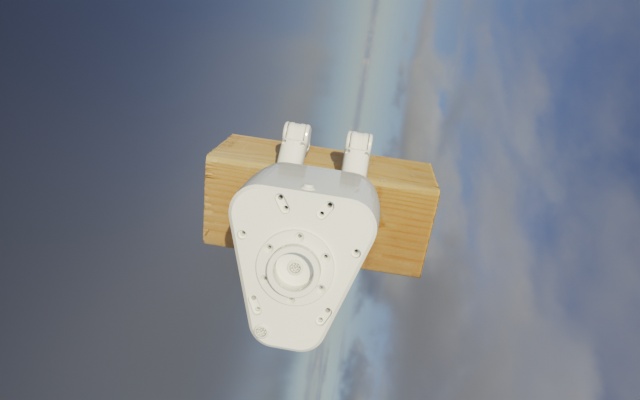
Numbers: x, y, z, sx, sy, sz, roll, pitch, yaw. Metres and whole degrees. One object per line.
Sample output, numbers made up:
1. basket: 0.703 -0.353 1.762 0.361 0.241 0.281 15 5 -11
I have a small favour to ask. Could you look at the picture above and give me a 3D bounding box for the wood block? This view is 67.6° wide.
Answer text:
1. wood block: 0.000 0.002 0.468 0.206 0.091 0.090 9 22 3
